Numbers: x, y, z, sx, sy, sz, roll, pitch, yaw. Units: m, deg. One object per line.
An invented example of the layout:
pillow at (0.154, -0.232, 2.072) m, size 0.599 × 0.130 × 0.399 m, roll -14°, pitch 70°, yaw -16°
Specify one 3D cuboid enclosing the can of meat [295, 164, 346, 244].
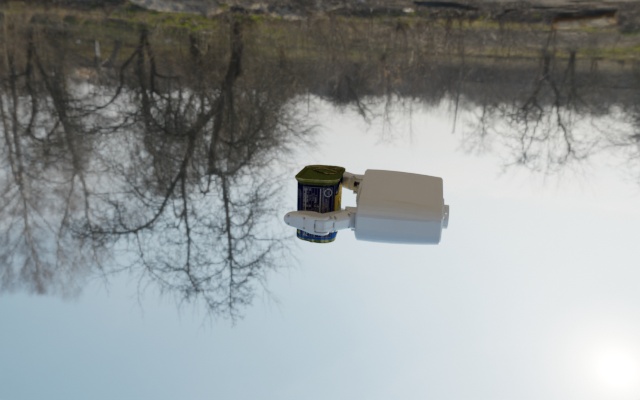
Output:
can of meat at (0.000, 0.002, 0.638) m, size 0.057 × 0.084 × 0.102 m, roll 4°, pitch 15°, yaw 8°
